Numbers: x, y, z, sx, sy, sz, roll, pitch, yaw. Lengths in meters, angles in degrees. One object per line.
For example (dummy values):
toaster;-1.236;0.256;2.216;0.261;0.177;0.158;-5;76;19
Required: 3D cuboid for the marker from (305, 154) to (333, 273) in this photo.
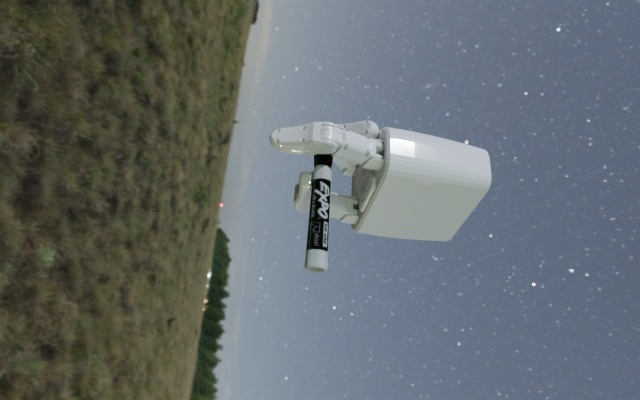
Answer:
marker;0.000;0.001;0.411;0.020;0.121;0.020;3;-23;1
